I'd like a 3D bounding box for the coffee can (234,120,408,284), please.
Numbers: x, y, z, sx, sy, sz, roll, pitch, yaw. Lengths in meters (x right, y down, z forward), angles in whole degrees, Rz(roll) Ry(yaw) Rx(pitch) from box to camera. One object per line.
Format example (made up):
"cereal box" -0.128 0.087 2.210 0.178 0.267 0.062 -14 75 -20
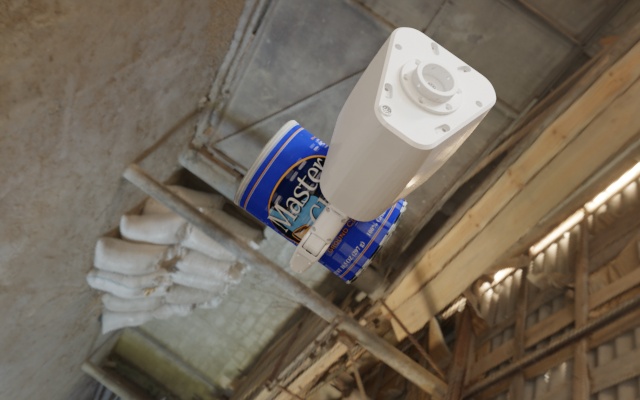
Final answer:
"coffee can" 0.000 0.002 0.480 0.140 0.103 0.103 36 0 1
